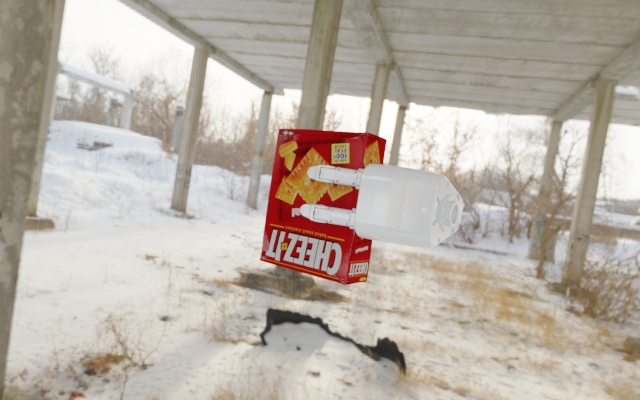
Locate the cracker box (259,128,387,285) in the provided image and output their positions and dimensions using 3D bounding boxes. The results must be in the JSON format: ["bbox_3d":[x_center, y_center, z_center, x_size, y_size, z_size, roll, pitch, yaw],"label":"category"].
[{"bbox_3d":[0.000,0.002,0.718,0.164,0.213,0.072,10,2,35],"label":"cracker box"}]
